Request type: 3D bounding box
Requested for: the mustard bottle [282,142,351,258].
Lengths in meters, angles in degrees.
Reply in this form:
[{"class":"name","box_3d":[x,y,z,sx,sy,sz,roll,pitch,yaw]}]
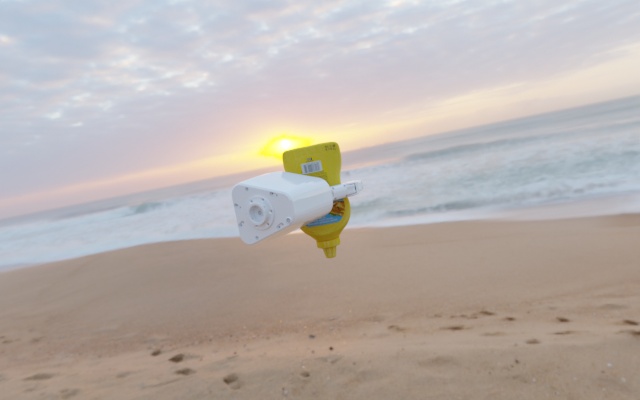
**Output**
[{"class":"mustard bottle","box_3d":[0.000,0.002,0.799,0.096,0.191,0.058,-10,6,7]}]
